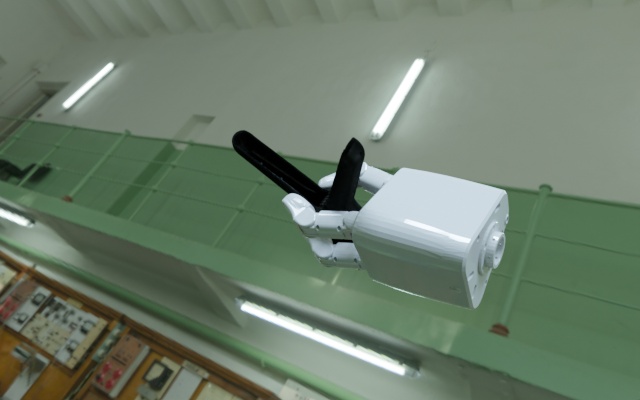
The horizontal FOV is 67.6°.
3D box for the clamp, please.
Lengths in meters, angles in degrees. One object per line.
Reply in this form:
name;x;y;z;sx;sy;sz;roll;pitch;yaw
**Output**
clamp;0.001;0.001;0.519;0.164;0.036;0.210;16;-31;35
